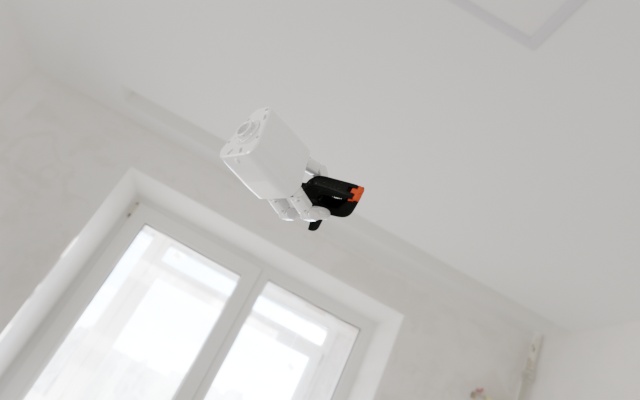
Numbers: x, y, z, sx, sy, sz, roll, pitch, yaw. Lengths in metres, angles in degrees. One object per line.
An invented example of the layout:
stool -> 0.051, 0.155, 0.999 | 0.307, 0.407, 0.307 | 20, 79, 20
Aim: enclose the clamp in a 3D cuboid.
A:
clamp -> 0.001, 0.002, 0.842 | 0.210, 0.036, 0.165 | 0, -38, 44
